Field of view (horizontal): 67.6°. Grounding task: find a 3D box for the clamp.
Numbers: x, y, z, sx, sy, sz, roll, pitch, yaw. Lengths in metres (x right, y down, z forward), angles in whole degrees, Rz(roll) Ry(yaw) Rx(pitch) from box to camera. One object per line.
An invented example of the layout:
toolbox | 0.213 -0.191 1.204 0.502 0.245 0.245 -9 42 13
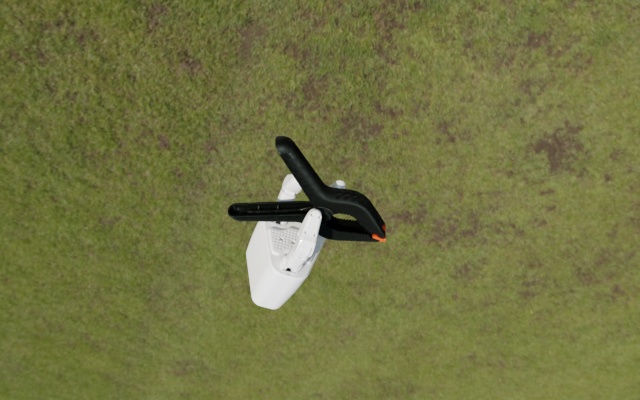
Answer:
clamp | 0.000 0.003 0.614 0.210 0.036 0.165 18 -40 -14
